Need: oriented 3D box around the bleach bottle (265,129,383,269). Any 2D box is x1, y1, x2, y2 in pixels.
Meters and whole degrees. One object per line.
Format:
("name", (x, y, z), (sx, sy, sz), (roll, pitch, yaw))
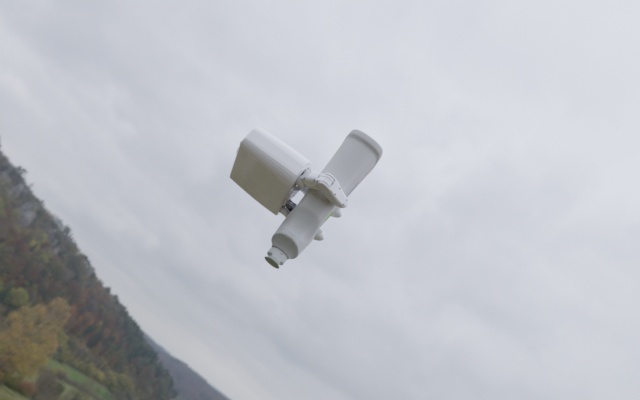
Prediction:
("bleach bottle", (0.000, 0.003, 0.762), (0.068, 0.250, 0.103), (37, -26, 4))
